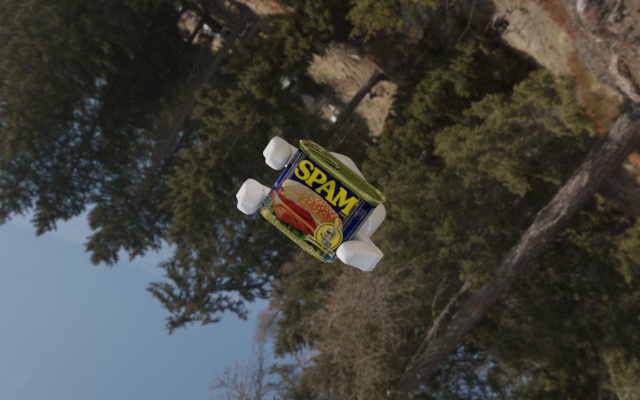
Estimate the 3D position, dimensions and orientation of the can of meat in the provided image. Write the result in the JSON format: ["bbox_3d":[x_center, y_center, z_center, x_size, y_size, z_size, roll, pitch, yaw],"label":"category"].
[{"bbox_3d":[0.000,0.002,0.486,0.102,0.084,0.057,38,15,9],"label":"can of meat"}]
